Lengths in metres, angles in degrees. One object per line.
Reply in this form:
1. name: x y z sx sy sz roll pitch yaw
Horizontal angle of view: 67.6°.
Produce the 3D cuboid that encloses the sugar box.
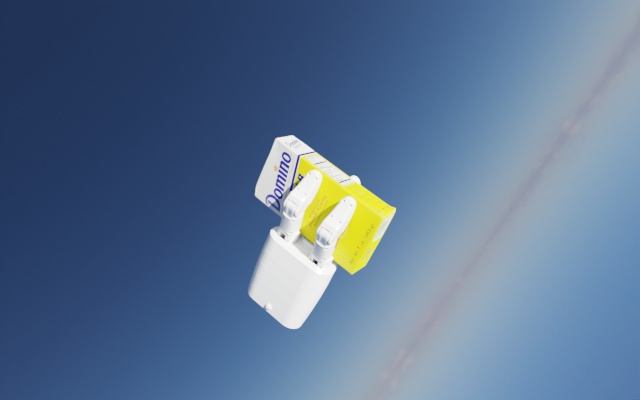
1. sugar box: 0.000 0.002 0.608 0.176 0.093 0.048 35 29 19
